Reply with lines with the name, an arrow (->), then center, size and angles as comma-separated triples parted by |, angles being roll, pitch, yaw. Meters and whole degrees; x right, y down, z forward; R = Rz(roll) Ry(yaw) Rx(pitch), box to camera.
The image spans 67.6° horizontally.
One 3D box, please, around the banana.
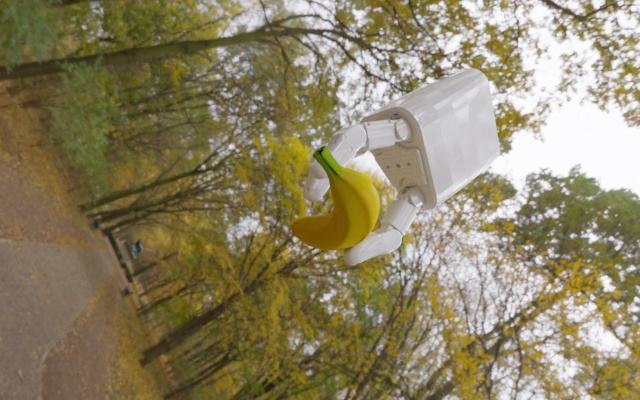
banana -> 0.013, 0.014, 0.435 | 0.037, 0.069, 0.198 | -40, -10, -22
